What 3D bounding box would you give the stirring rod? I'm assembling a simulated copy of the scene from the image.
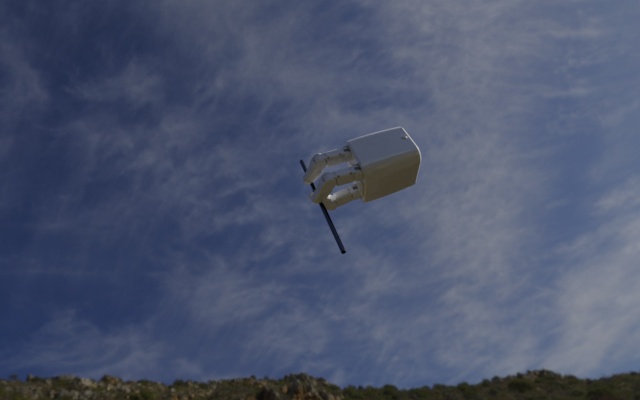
[{"bbox_3d":[0.000,0.003,0.824,0.011,0.011,0.239,0,40,-23],"label":"stirring rod"}]
